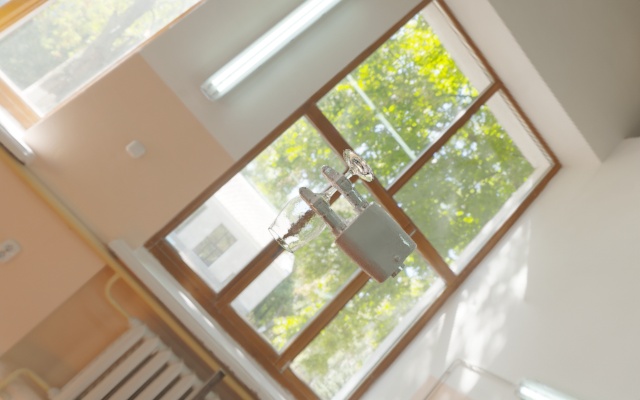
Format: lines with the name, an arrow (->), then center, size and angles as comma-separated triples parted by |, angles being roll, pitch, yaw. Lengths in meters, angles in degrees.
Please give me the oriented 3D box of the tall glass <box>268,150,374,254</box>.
tall glass -> 0.000, 0.002, 0.841 | 0.201, 0.079, 0.079 | -43, 13, -15
